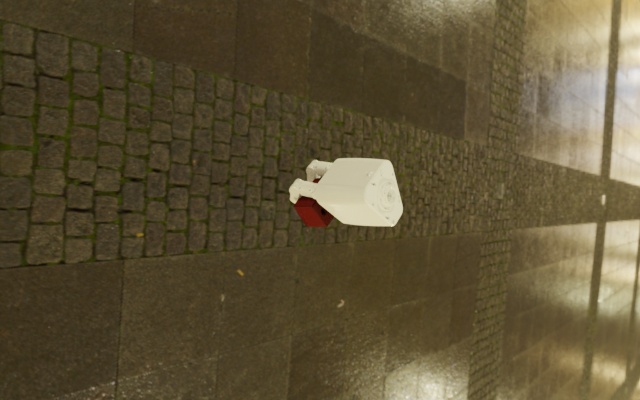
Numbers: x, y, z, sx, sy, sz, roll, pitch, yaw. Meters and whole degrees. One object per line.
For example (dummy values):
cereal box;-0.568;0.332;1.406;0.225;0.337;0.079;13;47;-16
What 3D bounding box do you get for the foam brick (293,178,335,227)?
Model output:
foam brick;0.000;0.003;0.857;0.051;0.053;0.078;2;46;45
